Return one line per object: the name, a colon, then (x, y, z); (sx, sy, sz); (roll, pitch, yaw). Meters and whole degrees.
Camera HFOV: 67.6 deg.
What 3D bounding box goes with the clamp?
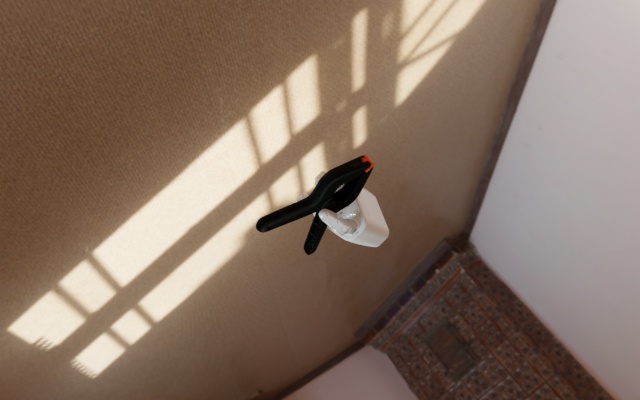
clamp: (0.001, 0.003, 0.790); (0.164, 0.210, 0.036); (23, 24, -53)
